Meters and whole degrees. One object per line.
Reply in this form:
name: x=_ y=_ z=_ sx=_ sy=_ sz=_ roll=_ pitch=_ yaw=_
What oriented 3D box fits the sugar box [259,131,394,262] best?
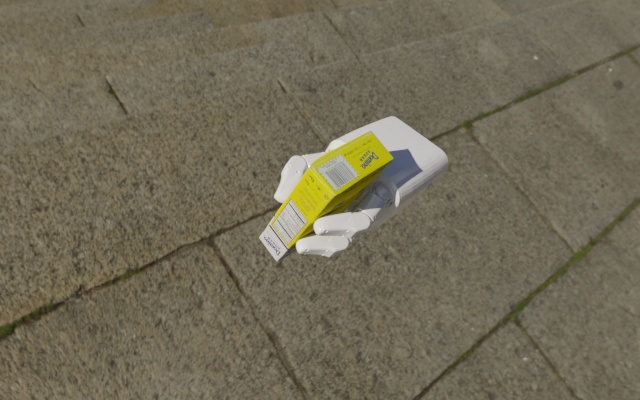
sugar box: x=0.001 y=0.002 z=0.535 sx=0.093 sy=0.048 sz=0.176 roll=-31 pitch=-13 yaw=-34
